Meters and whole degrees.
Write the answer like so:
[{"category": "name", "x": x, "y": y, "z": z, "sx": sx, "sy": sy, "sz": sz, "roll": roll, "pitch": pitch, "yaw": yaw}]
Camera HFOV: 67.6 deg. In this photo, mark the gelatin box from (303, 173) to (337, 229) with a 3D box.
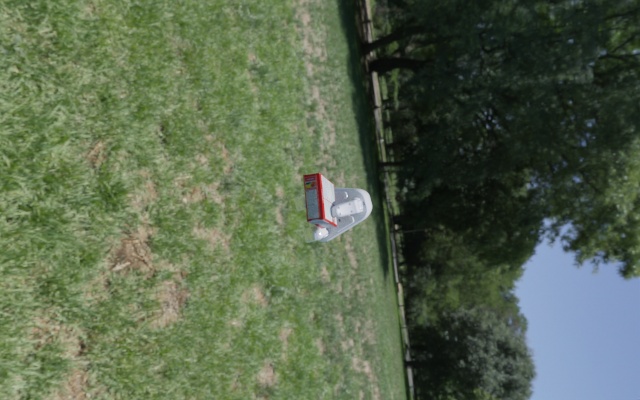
[{"category": "gelatin box", "x": 0.000, "y": 0.002, "z": 0.753, "sx": 0.030, "sy": 0.073, "sz": 0.089, "roll": -8, "pitch": -12, "yaw": 14}]
